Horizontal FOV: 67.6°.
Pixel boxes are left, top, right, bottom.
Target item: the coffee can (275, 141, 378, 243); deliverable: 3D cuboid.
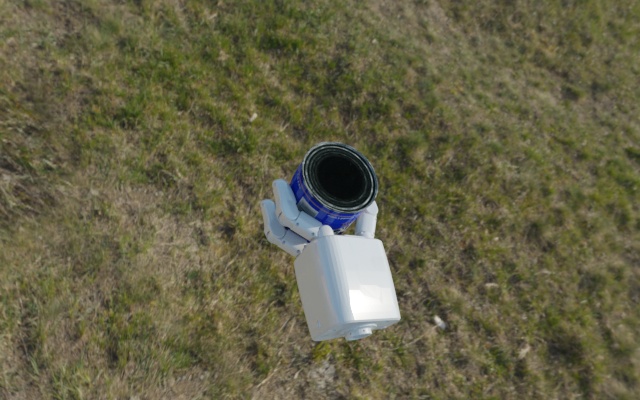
[{"bbox_3d":[0.000,0.002,0.642,0.103,0.102,0.140,0,-28,-24],"label":"coffee can"}]
